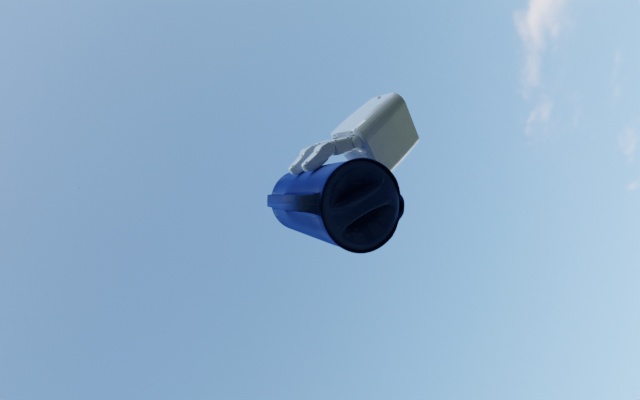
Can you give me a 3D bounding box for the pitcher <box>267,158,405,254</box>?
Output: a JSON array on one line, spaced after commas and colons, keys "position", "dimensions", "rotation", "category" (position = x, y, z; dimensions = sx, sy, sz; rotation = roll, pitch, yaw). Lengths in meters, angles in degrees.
[{"position": [0.000, 0.002, 0.759], "dimensions": [0.145, 0.149, 0.243], "rotation": [-47, 20, -17], "category": "pitcher"}]
